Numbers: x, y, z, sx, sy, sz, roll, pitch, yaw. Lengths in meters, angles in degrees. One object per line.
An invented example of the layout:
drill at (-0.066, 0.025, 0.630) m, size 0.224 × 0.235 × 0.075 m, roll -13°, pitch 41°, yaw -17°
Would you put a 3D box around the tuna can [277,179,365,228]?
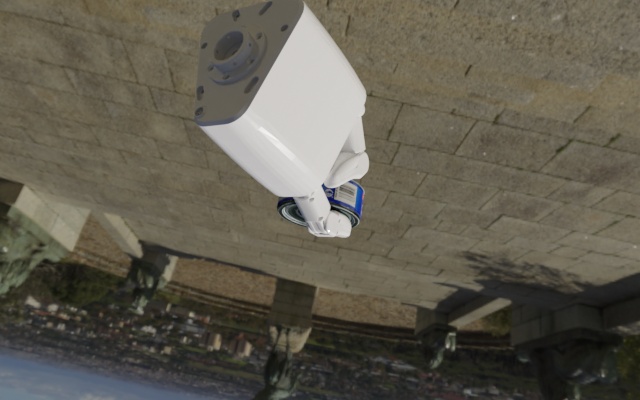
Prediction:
tuna can at (0.000, 0.002, 0.480) m, size 0.086 × 0.033 × 0.086 m, roll 7°, pitch -21°, yaw 3°
